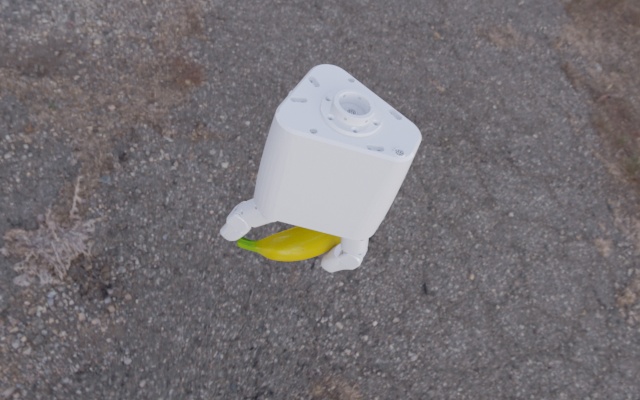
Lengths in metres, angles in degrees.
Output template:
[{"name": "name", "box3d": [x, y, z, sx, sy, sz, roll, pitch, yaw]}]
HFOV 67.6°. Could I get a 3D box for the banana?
[{"name": "banana", "box3d": [0.009, 0.016, 0.520, 0.197, 0.069, 0.037, -29, -26, -31]}]
